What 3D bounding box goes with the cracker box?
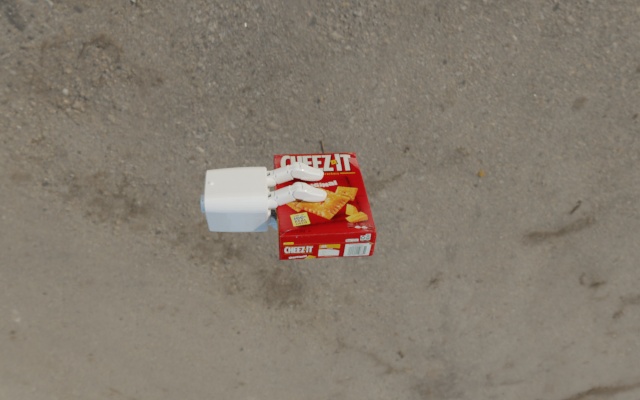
[{"bbox_3d":[0.000,0.003,0.864,0.164,0.072,0.213,-2,45,-7],"label":"cracker box"}]
